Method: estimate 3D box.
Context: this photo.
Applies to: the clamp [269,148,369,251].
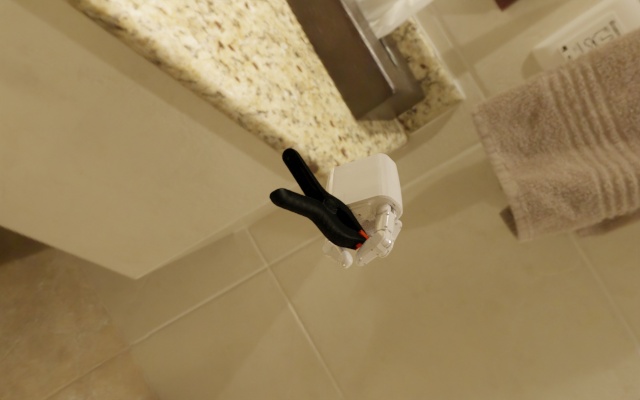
[{"bbox_3d":[0.001,0.002,0.659,0.039,0.120,0.171,-31,-55,30],"label":"clamp"}]
